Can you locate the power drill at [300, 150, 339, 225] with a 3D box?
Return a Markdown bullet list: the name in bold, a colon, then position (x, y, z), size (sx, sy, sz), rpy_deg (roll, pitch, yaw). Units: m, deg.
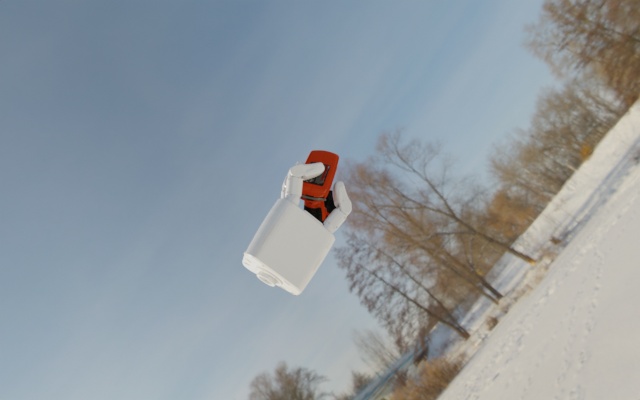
- **power drill**: position (0.000, 0.003, 0.865), size (0.057, 0.184, 0.188), rpy_deg (9, -43, 10)
